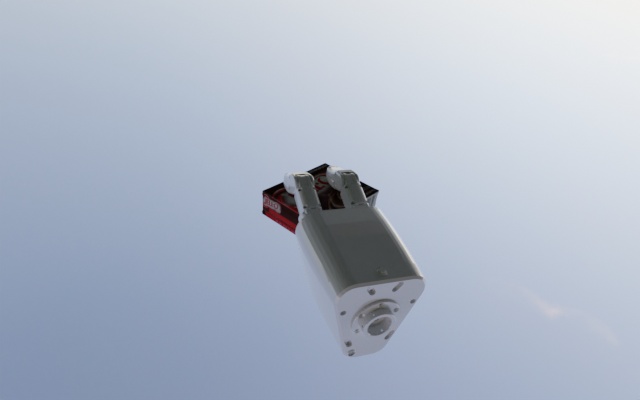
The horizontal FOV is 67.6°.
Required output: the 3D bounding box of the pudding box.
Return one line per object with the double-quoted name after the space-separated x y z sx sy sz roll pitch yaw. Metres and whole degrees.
0.000 0.002 0.571 0.090 0.039 0.113 30 38 31 "pudding box"
